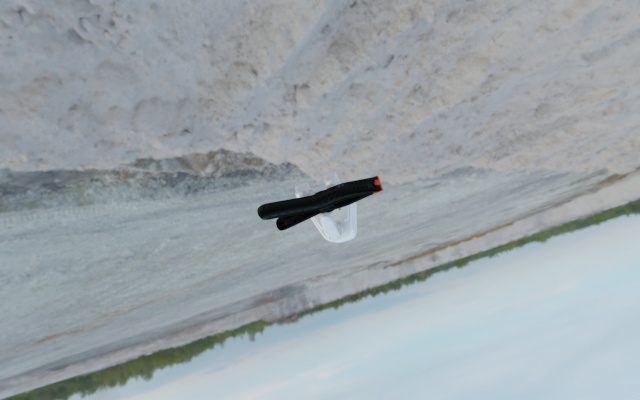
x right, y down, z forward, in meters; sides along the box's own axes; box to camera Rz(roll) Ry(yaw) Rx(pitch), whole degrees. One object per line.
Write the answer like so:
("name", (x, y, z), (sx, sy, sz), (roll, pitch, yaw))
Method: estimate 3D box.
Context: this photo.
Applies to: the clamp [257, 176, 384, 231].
("clamp", (0.001, 0.003, 0.801), (0.210, 0.036, 0.164), (-20, -11, 9))
